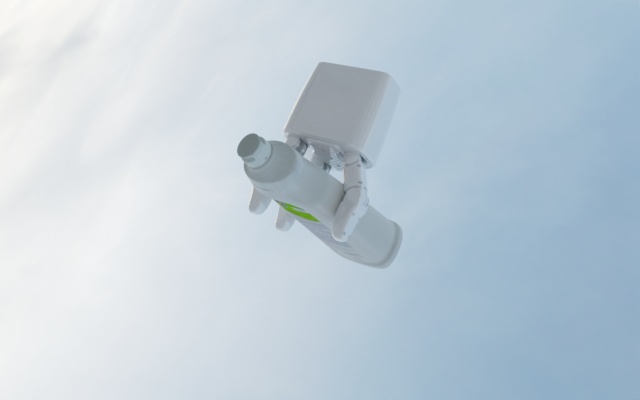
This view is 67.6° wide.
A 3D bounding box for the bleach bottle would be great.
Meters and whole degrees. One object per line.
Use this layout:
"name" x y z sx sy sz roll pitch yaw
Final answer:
"bleach bottle" 0.000 0.002 0.553 0.102 0.068 0.251 12 -19 38
